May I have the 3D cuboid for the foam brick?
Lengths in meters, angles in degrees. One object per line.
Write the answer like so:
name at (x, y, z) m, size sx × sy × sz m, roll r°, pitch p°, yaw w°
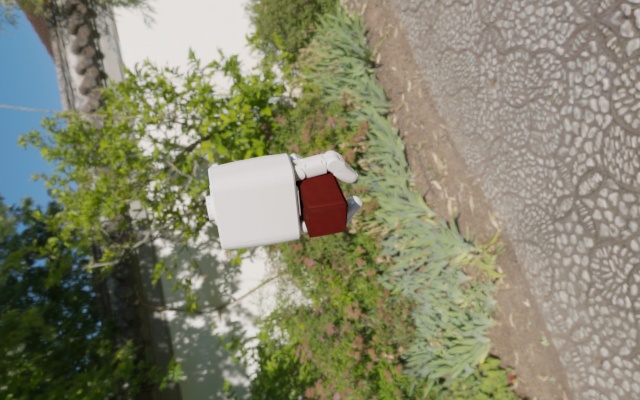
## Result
foam brick at (0.000, 0.002, 0.631) m, size 0.051 × 0.053 × 0.078 m, roll -10°, pitch 42°, yaw -11°
